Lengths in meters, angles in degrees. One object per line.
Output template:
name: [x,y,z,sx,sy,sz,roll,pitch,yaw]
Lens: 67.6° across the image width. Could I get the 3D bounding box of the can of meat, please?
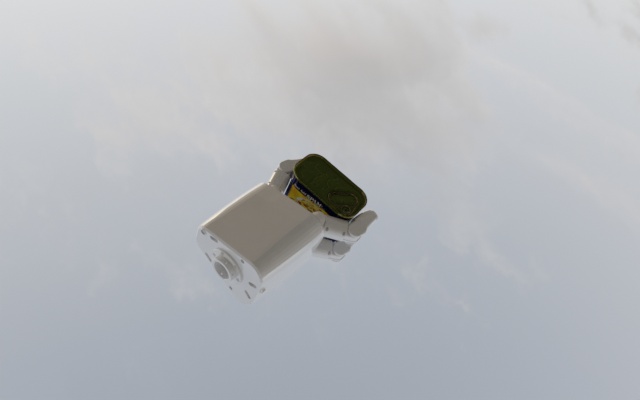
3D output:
can of meat: [0.000,0.002,0.641,0.057,0.102,0.084,-42,-11,-39]
